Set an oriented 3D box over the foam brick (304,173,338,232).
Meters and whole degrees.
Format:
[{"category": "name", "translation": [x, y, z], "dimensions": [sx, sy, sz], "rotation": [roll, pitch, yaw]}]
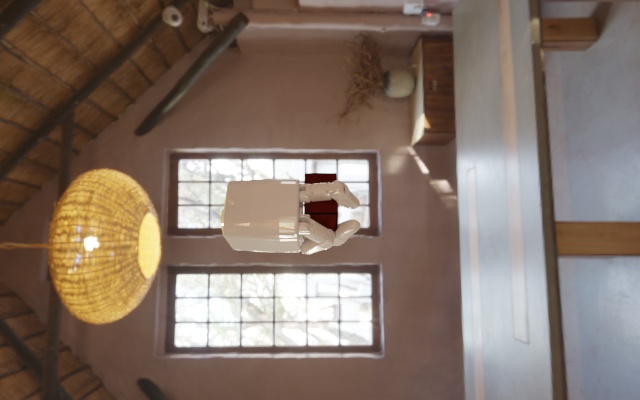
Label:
[{"category": "foam brick", "translation": [0.000, 0.002, 0.731], "dimensions": [0.051, 0.078, 0.053], "rotation": [0, -36, 0]}]
